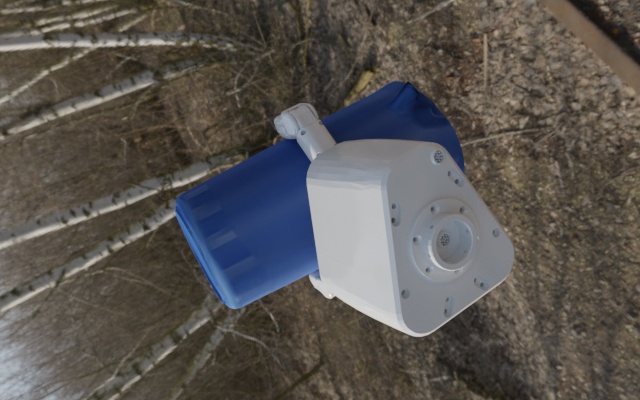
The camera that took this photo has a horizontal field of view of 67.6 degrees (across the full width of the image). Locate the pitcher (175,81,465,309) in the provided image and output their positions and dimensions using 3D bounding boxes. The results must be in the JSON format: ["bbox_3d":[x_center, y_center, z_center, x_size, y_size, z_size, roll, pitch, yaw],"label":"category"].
[{"bbox_3d":[0.000,0.001,0.447,0.243,0.149,0.145,-27,14,-19],"label":"pitcher"}]
